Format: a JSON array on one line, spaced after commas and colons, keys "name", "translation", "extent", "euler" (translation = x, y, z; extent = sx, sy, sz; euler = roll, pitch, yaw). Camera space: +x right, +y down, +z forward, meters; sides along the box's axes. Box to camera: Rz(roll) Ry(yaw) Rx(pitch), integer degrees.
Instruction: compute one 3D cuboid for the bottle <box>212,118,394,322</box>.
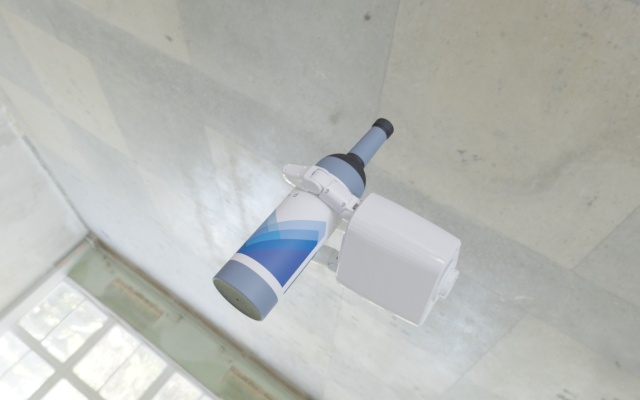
[{"name": "bottle", "translation": [0.000, 0.002, 0.548], "extent": [0.069, 0.069, 0.295], "euler": [0, 42, 50]}]
